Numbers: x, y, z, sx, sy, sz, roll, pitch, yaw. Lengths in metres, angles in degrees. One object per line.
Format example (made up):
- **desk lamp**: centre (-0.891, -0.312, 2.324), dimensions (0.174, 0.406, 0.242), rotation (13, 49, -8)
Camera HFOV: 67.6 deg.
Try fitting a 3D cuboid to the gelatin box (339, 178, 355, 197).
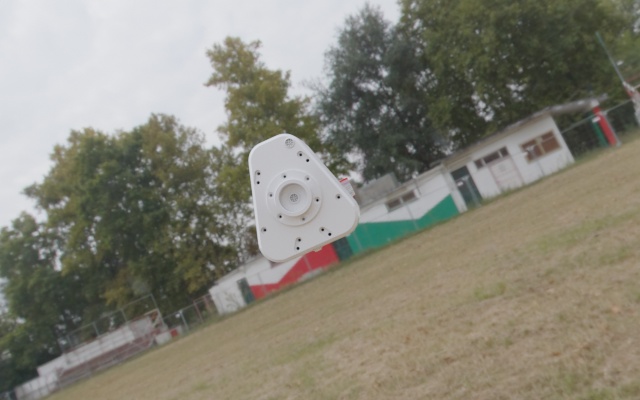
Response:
- **gelatin box**: centre (0.000, 0.001, 0.599), dimensions (0.073, 0.030, 0.089), rotation (-25, 2, 15)
